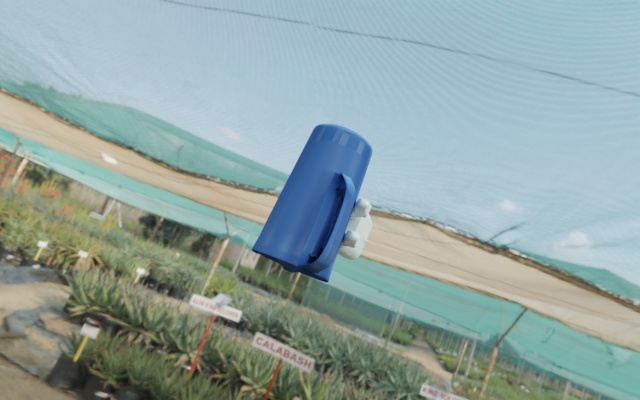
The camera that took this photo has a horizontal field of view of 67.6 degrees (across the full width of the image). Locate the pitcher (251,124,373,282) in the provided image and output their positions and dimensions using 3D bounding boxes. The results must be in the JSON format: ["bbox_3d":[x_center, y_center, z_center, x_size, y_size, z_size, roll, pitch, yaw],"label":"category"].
[{"bbox_3d":[0.000,0.003,0.773,0.149,0.242,0.145,19,-12,20],"label":"pitcher"}]
